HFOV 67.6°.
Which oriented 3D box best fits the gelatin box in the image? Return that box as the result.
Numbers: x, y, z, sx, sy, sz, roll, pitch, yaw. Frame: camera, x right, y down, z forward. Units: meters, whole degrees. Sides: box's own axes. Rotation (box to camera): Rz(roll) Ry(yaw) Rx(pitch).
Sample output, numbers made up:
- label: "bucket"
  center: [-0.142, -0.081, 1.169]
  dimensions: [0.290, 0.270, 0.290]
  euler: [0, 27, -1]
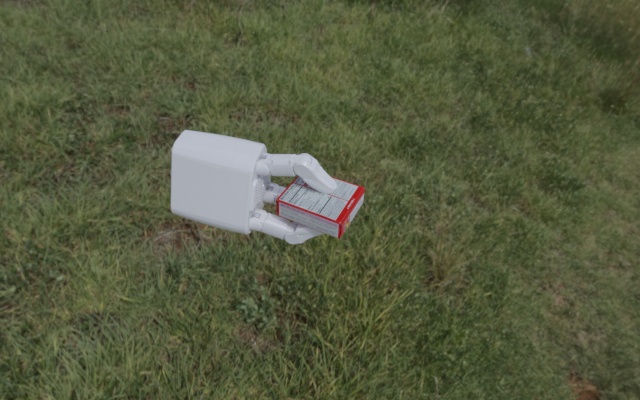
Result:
- label: "gelatin box"
  center: [0.000, 0.002, 0.590]
  dimensions: [0.089, 0.030, 0.073]
  euler: [19, 44, 19]
